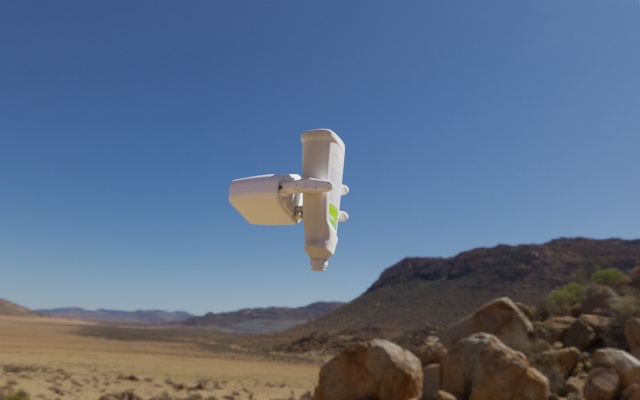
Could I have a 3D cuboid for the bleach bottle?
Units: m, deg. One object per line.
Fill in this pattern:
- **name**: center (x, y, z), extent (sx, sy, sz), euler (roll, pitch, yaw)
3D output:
- **bleach bottle**: center (0.000, 0.003, 0.884), extent (0.068, 0.250, 0.102), euler (-3, -17, 23)
